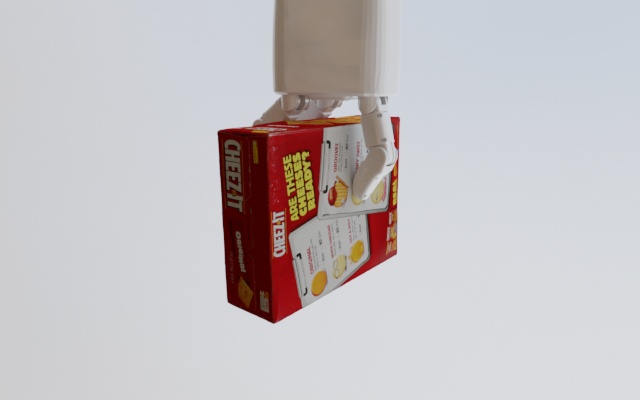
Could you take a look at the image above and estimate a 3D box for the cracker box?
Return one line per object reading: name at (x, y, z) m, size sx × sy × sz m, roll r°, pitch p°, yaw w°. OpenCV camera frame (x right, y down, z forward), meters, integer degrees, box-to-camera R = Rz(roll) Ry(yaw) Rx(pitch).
cracker box at (0.000, 0.002, 0.483) m, size 0.072 × 0.164 × 0.213 m, roll 10°, pitch 17°, yaw 37°
